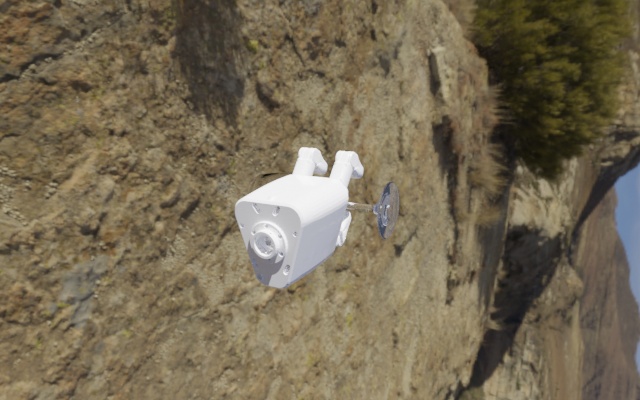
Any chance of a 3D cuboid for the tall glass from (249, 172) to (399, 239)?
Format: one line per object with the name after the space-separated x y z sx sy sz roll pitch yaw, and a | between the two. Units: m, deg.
0.001 0.002 0.656 0.201 0.079 0.079 7 3 28 | tall glass
